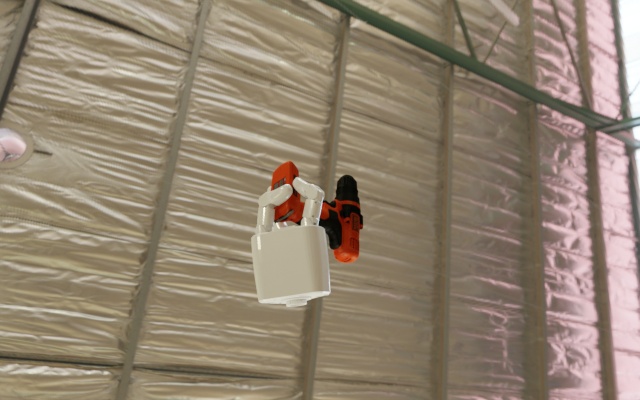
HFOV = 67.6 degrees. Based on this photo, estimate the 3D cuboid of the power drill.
[{"bbox_3d":[0.000,0.003,0.857,0.188,0.184,0.057,26,-42,-32],"label":"power drill"}]
